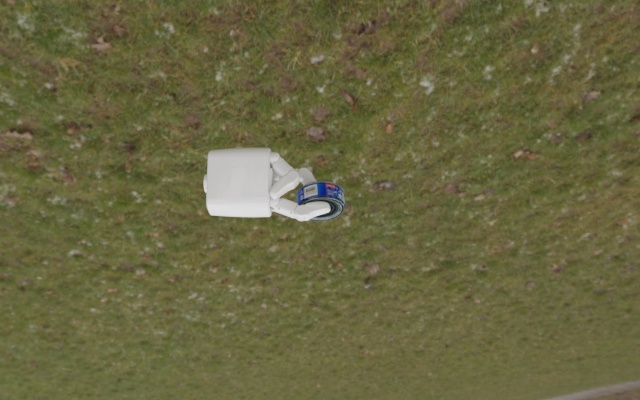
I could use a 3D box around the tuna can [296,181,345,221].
[{"bbox_3d":[0.000,0.003,0.843,0.086,0.033,0.086,-3,-31,-2],"label":"tuna can"}]
